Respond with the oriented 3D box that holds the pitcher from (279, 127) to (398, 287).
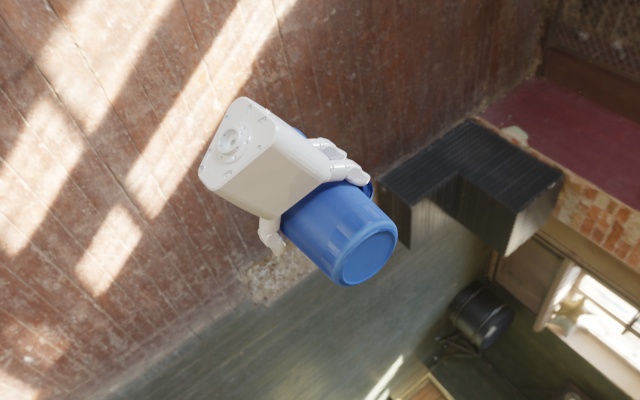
[{"bbox_3d":[0.000,0.002,0.677,0.242,0.149,0.145,43,5,37],"label":"pitcher"}]
